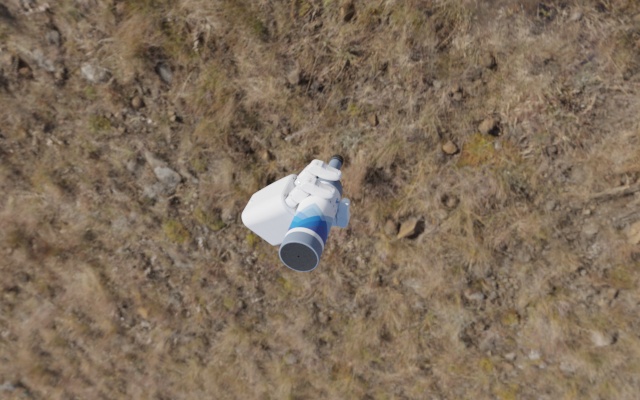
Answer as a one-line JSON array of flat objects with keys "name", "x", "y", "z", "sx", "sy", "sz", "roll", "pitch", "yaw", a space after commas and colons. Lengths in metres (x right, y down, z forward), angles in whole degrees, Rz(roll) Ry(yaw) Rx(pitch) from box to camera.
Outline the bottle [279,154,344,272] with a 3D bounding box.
[{"name": "bottle", "x": 0.000, "y": 0.003, "z": 0.870, "sx": 0.069, "sy": 0.069, "sz": 0.295, "roll": 0, "pitch": 36, "yaw": 17}]
